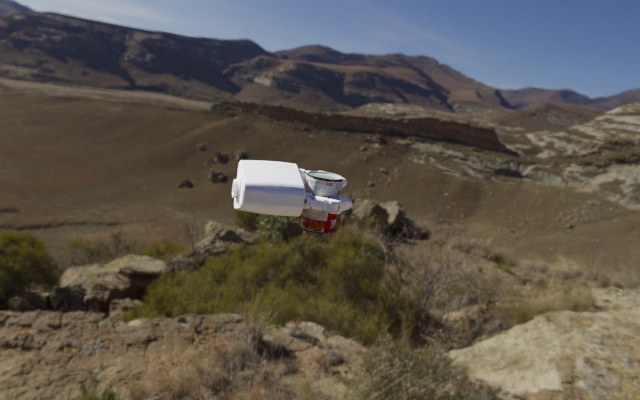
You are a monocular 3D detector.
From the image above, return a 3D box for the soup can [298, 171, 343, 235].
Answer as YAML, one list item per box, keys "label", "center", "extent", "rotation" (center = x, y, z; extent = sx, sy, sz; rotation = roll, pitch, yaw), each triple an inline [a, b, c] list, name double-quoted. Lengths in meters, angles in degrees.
- label: "soup can"
  center: [0.001, 0.003, 0.867]
  extent: [0.068, 0.102, 0.068]
  rotation: [9, 14, -2]
